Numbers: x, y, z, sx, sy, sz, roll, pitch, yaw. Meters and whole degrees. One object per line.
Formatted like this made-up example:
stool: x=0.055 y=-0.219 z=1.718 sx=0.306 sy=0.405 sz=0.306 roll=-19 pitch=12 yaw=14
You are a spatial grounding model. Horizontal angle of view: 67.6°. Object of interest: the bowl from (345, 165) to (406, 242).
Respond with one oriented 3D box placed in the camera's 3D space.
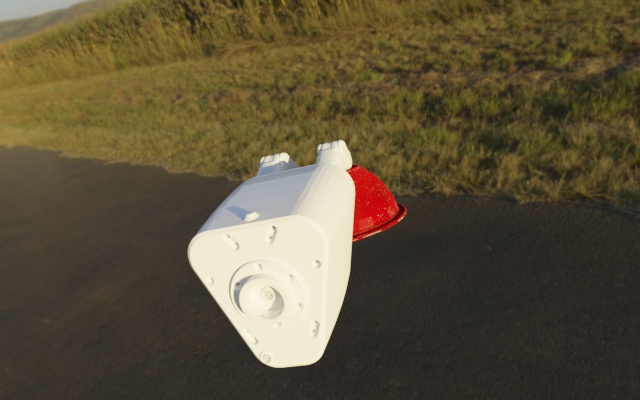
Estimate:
bowl: x=0.000 y=0.001 z=0.475 sx=0.162 sy=0.055 sz=0.162 roll=-13 pitch=9 yaw=2
